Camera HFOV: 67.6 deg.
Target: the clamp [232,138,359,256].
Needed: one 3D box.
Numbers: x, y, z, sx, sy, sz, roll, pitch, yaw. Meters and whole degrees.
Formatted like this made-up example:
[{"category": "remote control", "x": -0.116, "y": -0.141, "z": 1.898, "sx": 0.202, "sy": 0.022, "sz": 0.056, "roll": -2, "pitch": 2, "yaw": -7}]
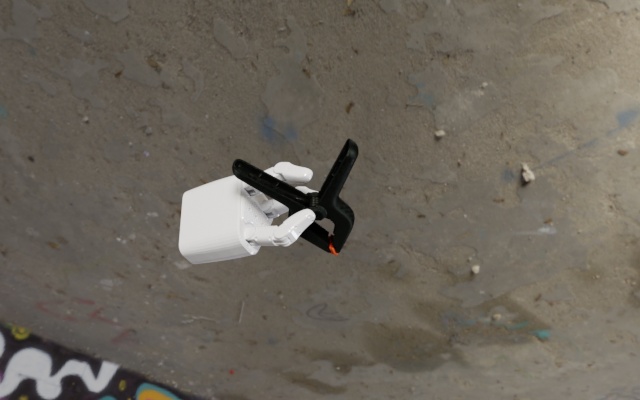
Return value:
[{"category": "clamp", "x": 0.000, "y": 0.003, "z": 0.649, "sx": 0.164, "sy": 0.036, "sz": 0.210, "roll": -13, "pitch": -45, "yaw": 21}]
